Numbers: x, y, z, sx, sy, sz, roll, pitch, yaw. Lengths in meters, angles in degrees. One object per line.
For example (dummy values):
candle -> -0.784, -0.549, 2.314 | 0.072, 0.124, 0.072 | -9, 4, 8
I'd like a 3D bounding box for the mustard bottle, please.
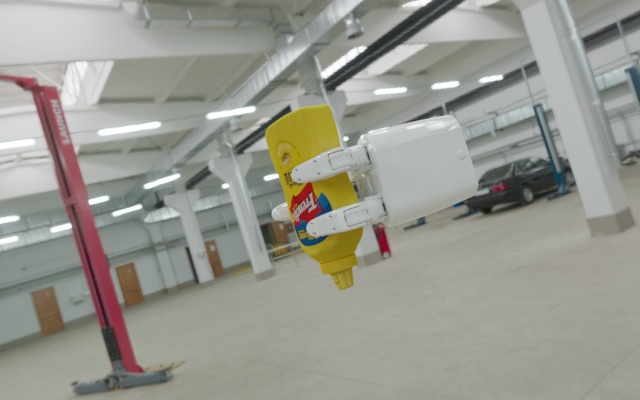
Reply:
mustard bottle -> 0.000, 0.002, 0.515 | 0.058, 0.191, 0.096 | -16, -2, -37
